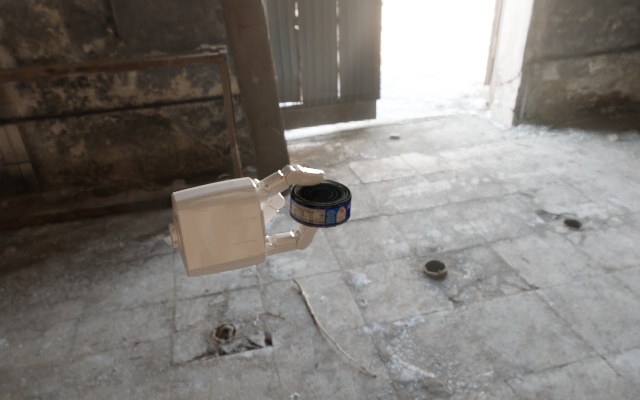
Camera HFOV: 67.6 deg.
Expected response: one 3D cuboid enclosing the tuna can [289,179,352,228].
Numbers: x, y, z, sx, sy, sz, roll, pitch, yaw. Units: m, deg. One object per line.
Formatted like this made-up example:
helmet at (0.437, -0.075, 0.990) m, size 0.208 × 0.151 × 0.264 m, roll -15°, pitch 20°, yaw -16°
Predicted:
tuna can at (0.000, 0.002, 0.656) m, size 0.086 × 0.034 × 0.086 m, roll 3°, pitch 27°, yaw -1°
